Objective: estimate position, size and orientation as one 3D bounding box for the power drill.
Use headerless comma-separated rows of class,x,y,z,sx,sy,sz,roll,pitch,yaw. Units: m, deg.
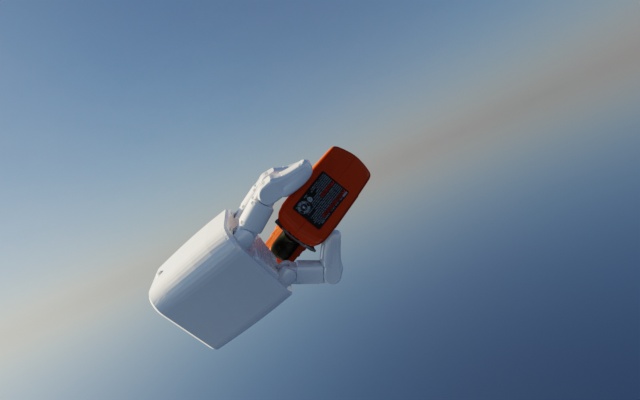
power drill,0.000,0.002,0.568,0.057,0.184,0.188,36,-16,1
